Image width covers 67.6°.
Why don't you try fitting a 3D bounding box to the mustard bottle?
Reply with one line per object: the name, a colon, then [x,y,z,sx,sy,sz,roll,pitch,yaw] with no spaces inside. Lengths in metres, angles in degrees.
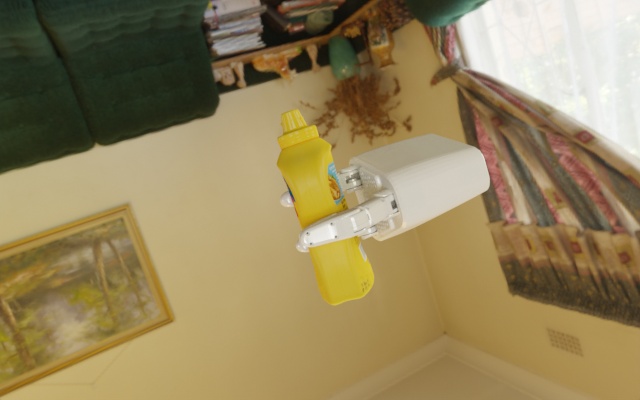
mustard bottle: [0.000,0.002,0.484,0.058,0.191,0.096,-17,7,8]
